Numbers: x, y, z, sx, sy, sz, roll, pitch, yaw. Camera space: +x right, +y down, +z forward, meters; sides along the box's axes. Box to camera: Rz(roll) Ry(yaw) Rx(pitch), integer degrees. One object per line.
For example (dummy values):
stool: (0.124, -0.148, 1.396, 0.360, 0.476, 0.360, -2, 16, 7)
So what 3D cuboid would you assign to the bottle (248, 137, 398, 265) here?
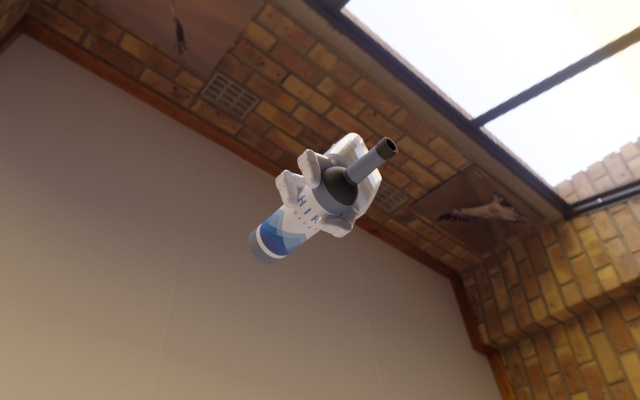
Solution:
bottle: (0.000, 0.003, 0.722, 0.069, 0.069, 0.296, 0, -31, -48)
